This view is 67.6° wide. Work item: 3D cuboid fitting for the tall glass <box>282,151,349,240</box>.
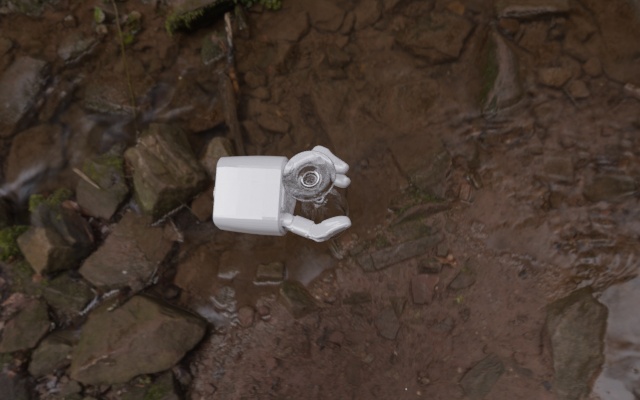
[{"bbox_3d":[0.000,0.002,0.727,0.079,0.079,0.201,0,-21,10],"label":"tall glass"}]
